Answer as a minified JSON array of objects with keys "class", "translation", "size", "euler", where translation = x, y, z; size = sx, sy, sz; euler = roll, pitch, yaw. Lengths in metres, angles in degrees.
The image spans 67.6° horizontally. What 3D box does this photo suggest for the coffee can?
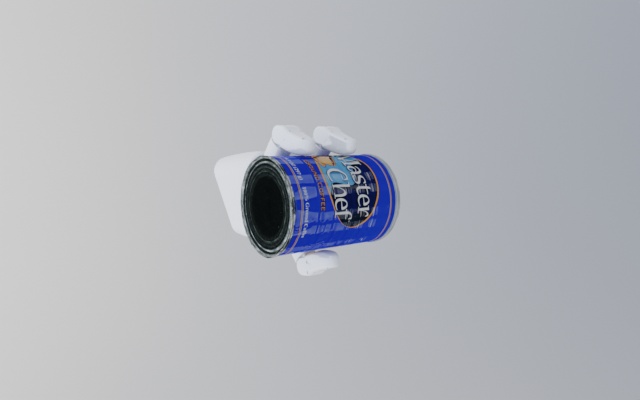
[{"class":"coffee can","translation":[0.000,0.002,0.514],"size":[0.140,0.103,0.103],"euler":[-5,3,-37]}]
